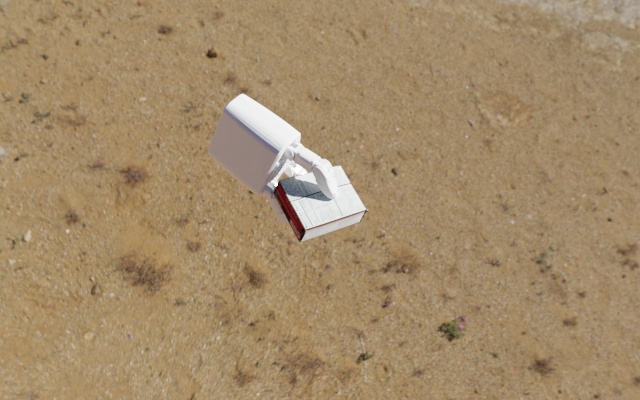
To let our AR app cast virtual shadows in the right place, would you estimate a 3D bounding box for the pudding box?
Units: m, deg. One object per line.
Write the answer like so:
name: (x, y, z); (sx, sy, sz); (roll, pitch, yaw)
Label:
pudding box: (0.000, 0.002, 0.703); (0.113, 0.090, 0.039); (-17, -24, -27)
